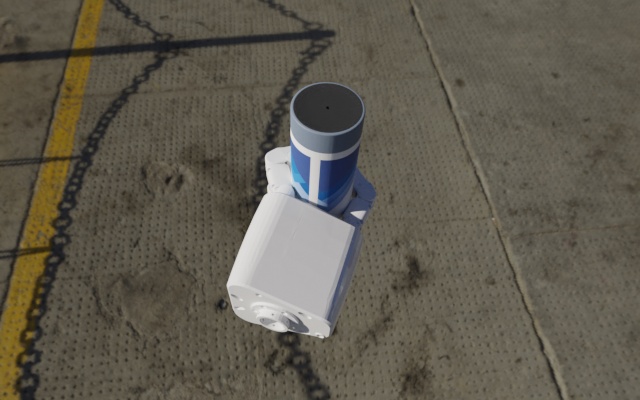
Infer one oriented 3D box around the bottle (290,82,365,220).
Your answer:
[{"bbox_3d":[0.000,0.002,0.541,0.069,0.069,0.296,0,-35,-3],"label":"bottle"}]
